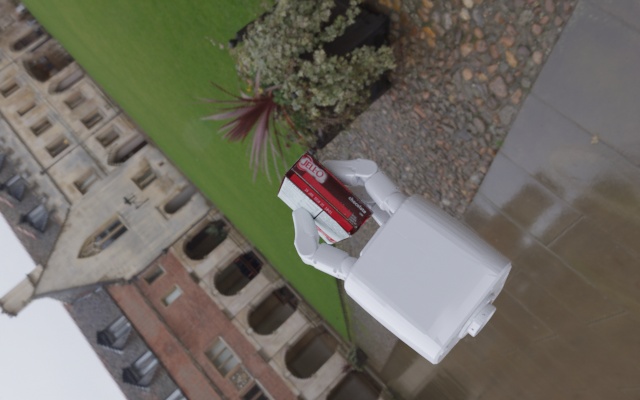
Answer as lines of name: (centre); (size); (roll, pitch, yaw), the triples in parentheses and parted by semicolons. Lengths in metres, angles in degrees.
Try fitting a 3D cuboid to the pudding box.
pudding box: (0.000, 0.002, 0.508); (0.090, 0.039, 0.113); (44, -15, 0)
